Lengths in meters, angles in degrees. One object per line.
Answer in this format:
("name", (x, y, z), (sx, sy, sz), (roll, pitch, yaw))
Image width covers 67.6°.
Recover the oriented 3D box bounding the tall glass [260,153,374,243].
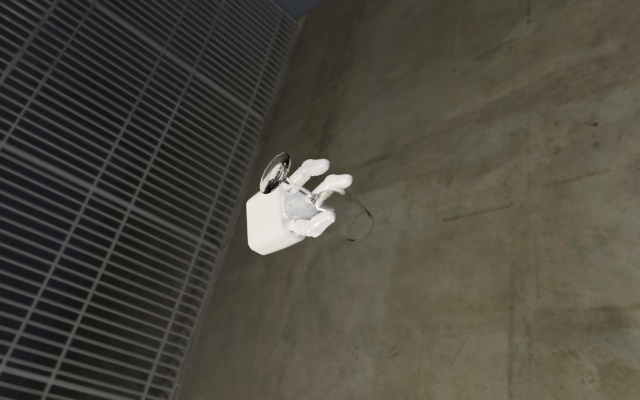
("tall glass", (0.000, 0.002, 0.798), (0.201, 0.079, 0.079), (32, -18, -31))
